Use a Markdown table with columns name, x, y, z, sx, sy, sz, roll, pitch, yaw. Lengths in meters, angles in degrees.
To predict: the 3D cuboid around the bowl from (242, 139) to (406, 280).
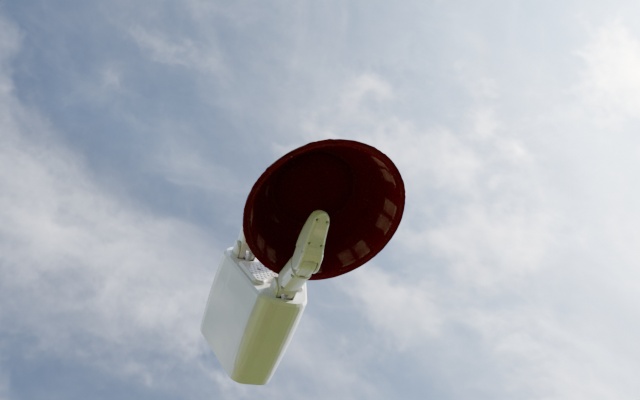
| name | x | y | z | sx | sy | sz | roll | pitch | yaw |
| --- | --- | --- | --- | --- | --- | --- | --- | --- | --- |
| bowl | 0.001 | 0.000 | 0.478 | 0.162 | 0.162 | 0.055 | 0 | 32 | -17 |
